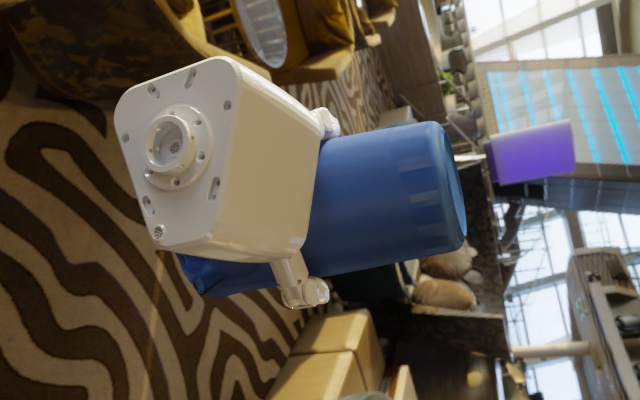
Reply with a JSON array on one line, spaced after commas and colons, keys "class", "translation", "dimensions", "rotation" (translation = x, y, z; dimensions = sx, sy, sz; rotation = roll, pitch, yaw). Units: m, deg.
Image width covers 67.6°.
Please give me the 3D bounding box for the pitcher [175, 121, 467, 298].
[{"class": "pitcher", "translation": [0.000, 0.001, 0.437], "dimensions": [0.243, 0.149, 0.145], "rotation": [-11, -13, 21]}]
